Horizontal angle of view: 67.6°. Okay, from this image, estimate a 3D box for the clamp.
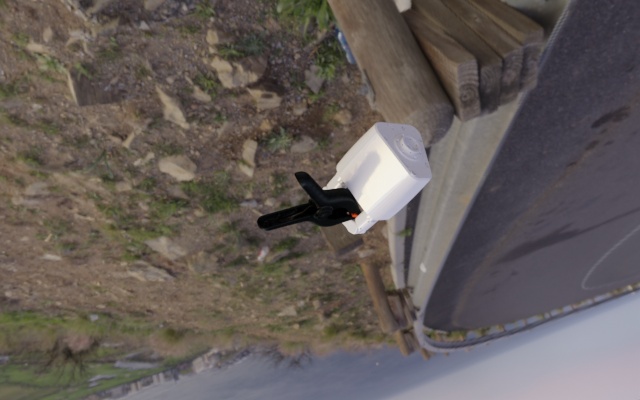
[{"bbox_3d":[0.000,0.003,0.718,0.171,0.039,0.120,-3,-31,-36],"label":"clamp"}]
